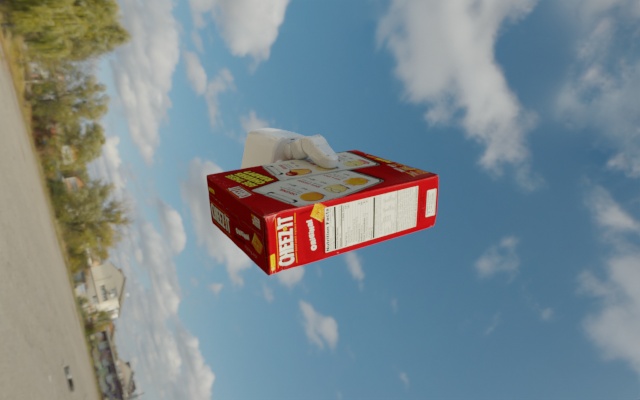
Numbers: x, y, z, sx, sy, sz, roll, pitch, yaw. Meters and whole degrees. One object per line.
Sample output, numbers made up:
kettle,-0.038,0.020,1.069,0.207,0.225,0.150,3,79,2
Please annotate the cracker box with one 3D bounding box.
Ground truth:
cracker box,0.000,0.002,0.549,0.213,0.072,0.164,-13,22,-28
